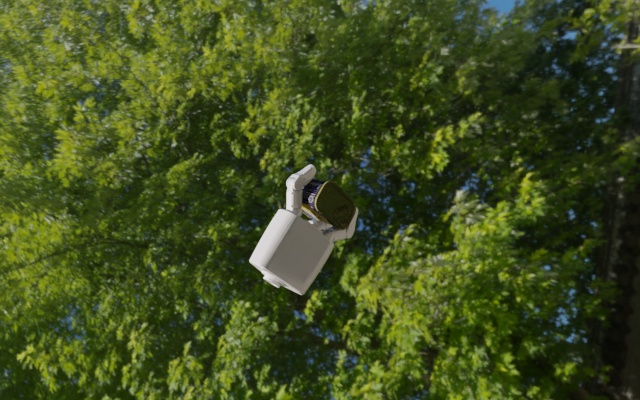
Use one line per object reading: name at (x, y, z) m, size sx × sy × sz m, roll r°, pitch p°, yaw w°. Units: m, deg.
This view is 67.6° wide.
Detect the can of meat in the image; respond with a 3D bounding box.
can of meat at (0.000, 0.003, 0.853) m, size 0.084 × 0.057 × 0.102 m, roll 15°, pitch -20°, yaw 45°
